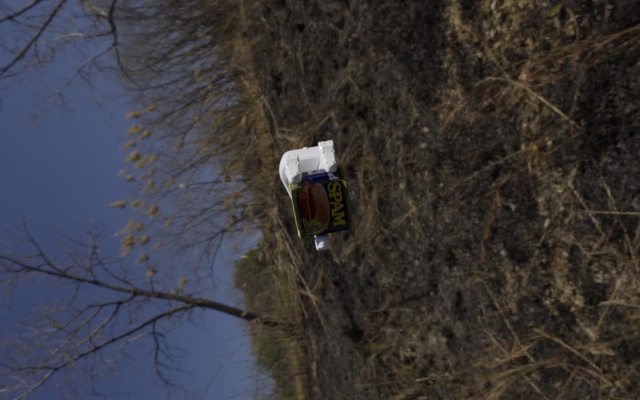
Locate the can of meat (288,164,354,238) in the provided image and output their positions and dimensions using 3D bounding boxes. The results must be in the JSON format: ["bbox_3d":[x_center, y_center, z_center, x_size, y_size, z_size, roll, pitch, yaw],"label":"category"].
[{"bbox_3d":[0.000,0.003,0.723,0.084,0.102,0.057,-10,19,-2],"label":"can of meat"}]
